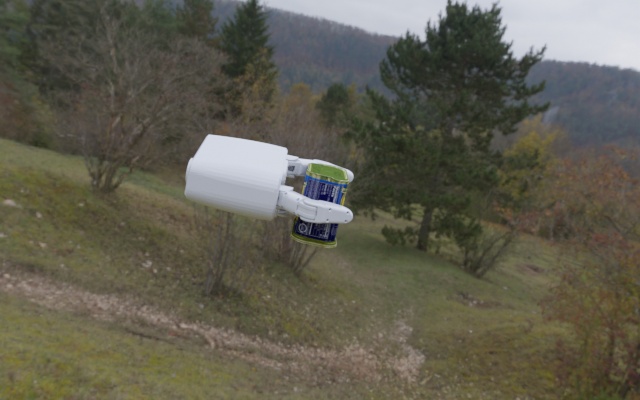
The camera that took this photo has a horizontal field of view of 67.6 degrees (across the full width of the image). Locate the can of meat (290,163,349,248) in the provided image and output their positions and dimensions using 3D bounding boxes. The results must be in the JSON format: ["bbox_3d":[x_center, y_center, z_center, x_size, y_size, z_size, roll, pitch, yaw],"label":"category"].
[{"bbox_3d":[0.000,0.002,0.597,0.057,0.084,0.102,12,12,-3],"label":"can of meat"}]
